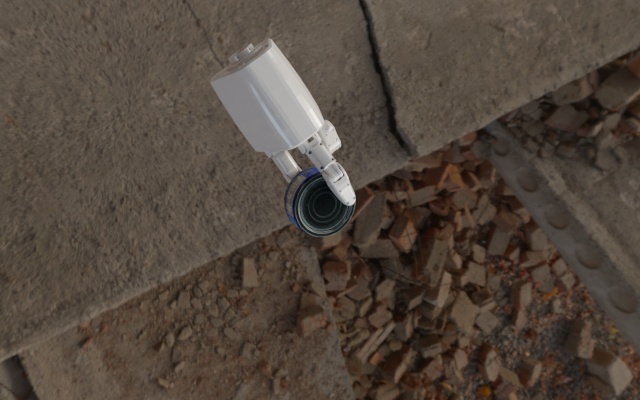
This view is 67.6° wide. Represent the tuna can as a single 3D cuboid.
[{"bbox_3d":[0.000,0.002,0.597,0.086,0.086,0.033,0,15,-25],"label":"tuna can"}]
